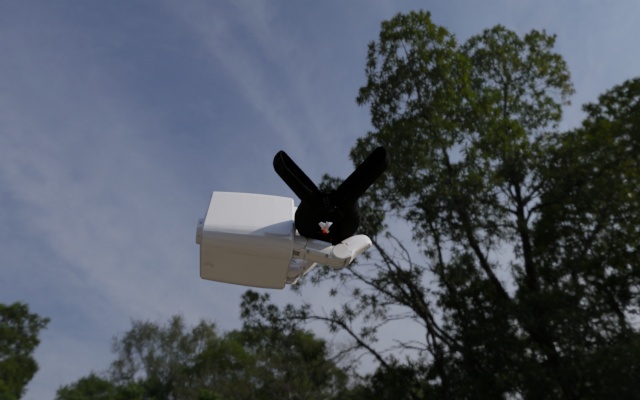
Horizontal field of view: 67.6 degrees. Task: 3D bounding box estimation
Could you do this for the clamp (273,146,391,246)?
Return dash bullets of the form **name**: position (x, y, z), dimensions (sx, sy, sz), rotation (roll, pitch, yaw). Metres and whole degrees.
- **clamp**: position (0.000, 0.001, 0.539), dimensions (0.120, 0.039, 0.172), rotation (7, -44, -8)
